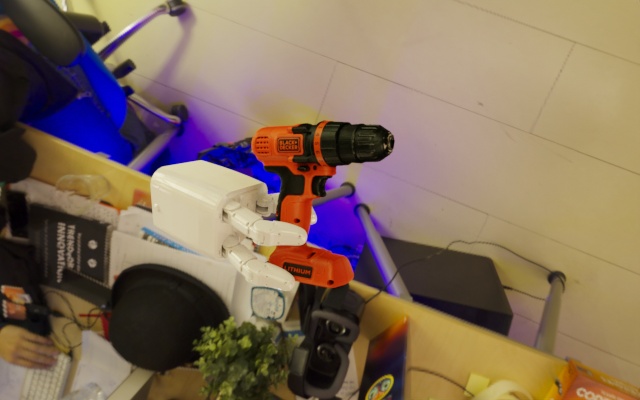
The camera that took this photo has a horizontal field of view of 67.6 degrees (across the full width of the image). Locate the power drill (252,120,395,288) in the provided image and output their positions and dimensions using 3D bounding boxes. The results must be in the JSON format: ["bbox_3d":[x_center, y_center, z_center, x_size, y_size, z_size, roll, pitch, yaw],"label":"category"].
[{"bbox_3d":[0.000,0.002,0.558,0.184,0.187,0.057,4,7,36],"label":"power drill"}]
